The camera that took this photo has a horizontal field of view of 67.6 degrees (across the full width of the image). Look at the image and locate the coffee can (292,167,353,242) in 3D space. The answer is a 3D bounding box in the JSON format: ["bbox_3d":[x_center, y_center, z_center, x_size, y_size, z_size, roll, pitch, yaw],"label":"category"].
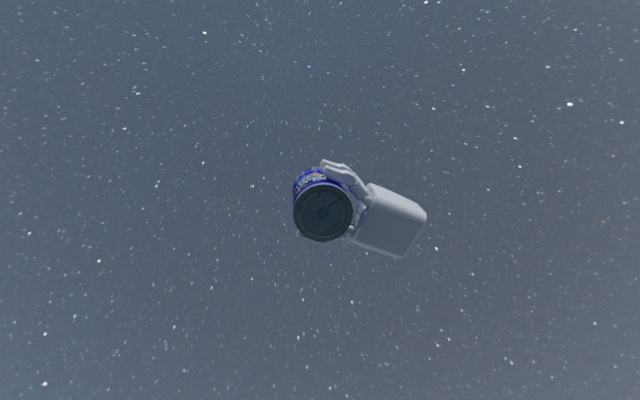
[{"bbox_3d":[0.000,0.003,0.871,0.103,0.103,0.140,0,16,-4],"label":"coffee can"}]
